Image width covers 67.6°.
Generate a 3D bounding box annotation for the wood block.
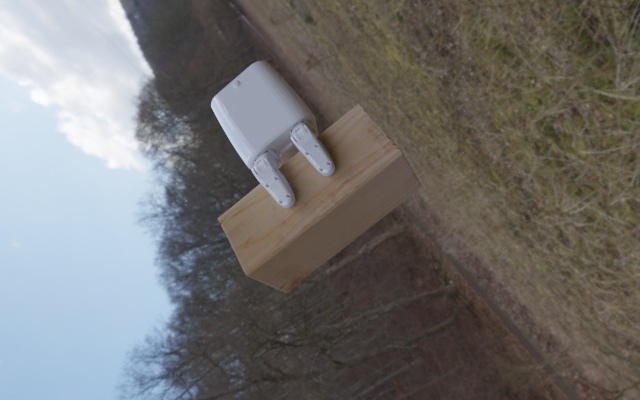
[{"bbox_3d":[0.000,0.002,0.549,0.206,0.090,0.091,-39,-33,7],"label":"wood block"}]
